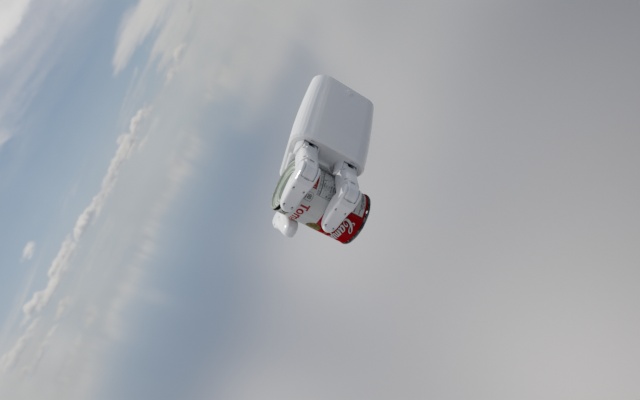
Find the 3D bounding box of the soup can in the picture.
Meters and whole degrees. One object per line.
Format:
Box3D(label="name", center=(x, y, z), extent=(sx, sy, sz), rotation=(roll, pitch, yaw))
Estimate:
Box3D(label="soup can", center=(0.000, 0.002, 0.576), extent=(0.102, 0.068, 0.068), rotation=(27, -10, -19))
